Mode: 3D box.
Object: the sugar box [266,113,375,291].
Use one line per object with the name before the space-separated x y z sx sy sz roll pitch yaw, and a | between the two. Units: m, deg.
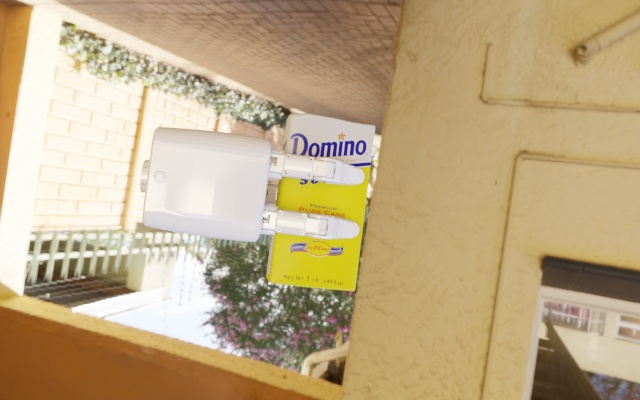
sugar box | 0.000 0.002 0.505 0.093 0.176 0.048 7 0 -11
